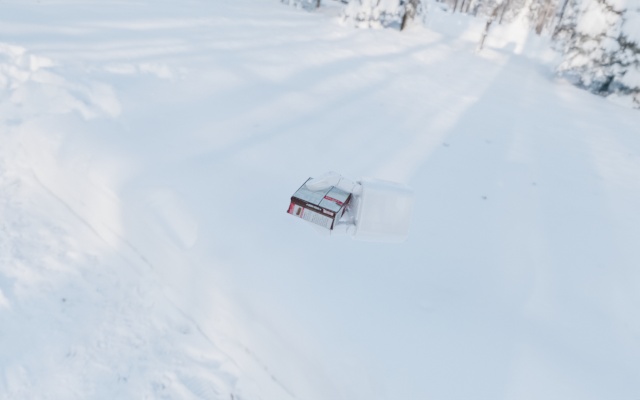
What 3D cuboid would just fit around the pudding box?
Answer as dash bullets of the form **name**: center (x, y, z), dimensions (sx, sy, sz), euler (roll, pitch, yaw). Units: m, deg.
- **pudding box**: center (0.000, 0.003, 0.874), dimensions (0.090, 0.039, 0.113), euler (20, 24, 10)
